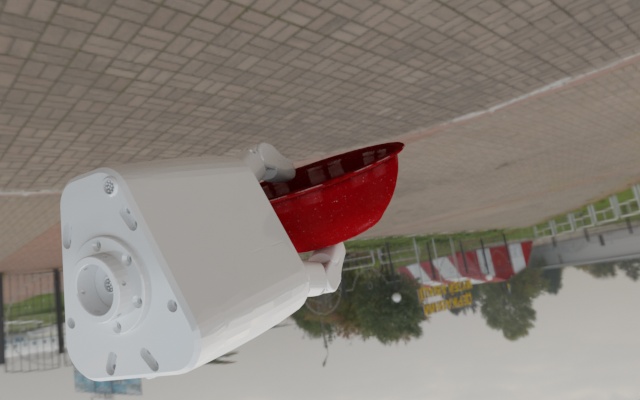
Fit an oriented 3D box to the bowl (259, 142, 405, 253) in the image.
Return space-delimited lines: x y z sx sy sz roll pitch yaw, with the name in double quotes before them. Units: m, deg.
"bowl" 0.001 0.001 0.406 0.162 0.055 0.162 -19 10 4
